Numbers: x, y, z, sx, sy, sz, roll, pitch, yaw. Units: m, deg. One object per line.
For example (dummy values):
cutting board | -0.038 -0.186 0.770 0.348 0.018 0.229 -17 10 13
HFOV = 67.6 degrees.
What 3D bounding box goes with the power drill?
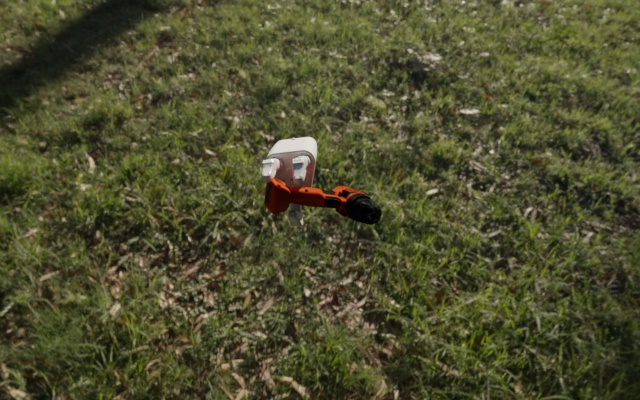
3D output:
power drill | 0.000 0.003 0.860 0.187 0.057 0.184 7 7 -17
